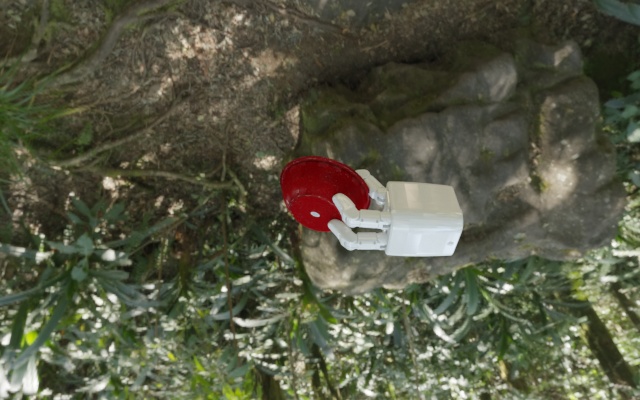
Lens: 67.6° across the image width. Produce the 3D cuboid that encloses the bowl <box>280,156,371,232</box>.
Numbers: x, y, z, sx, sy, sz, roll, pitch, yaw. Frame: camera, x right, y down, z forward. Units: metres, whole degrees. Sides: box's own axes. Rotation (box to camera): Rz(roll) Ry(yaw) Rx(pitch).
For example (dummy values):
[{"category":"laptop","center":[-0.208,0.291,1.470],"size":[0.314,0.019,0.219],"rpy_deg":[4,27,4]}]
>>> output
[{"category":"bowl","center":[-0.001,0.003,0.796],"size":[0.162,0.055,0.162],"rpy_deg":[13,-39,10]}]
